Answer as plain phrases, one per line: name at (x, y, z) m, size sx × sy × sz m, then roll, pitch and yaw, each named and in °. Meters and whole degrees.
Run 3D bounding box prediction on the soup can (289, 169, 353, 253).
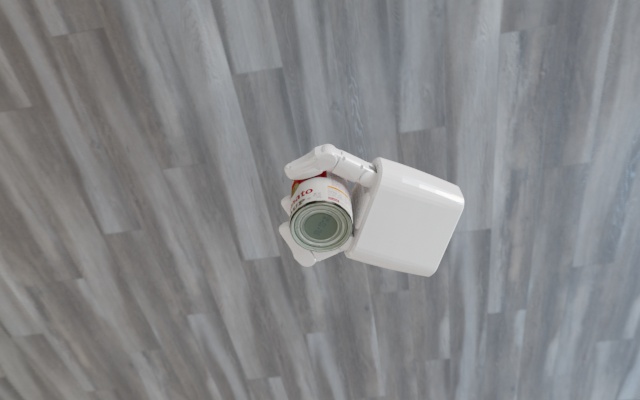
soup can at (0.000, 0.002, 0.536) m, size 0.068 × 0.068 × 0.102 m, roll 0°, pitch 33°, yaw -1°
